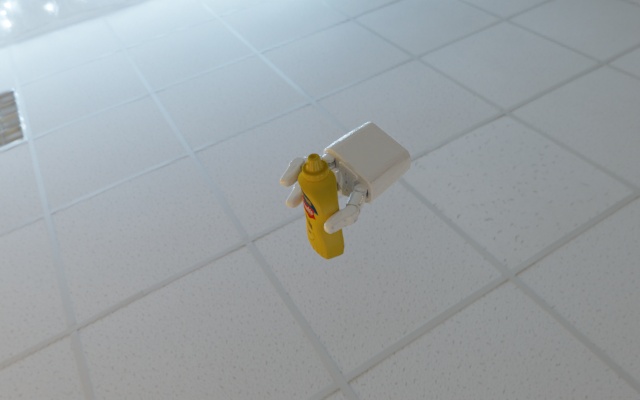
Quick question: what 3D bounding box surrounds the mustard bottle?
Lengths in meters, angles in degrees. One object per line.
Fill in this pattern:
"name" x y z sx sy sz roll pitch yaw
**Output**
"mustard bottle" 0.000 0.003 0.774 0.058 0.192 0.096 -18 45 -10
